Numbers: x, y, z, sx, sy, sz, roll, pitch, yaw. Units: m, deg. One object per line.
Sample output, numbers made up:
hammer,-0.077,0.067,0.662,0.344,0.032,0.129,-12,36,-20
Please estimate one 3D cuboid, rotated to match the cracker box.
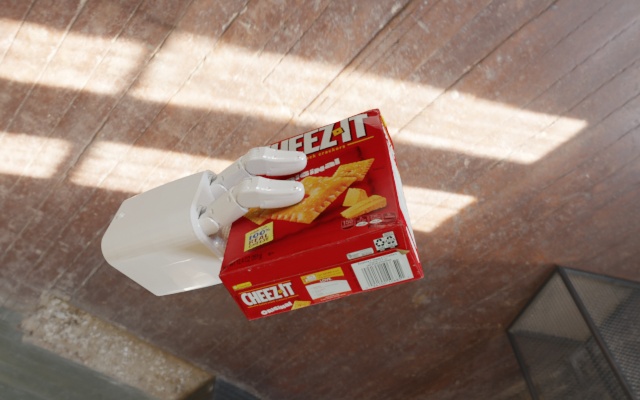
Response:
cracker box,0.000,0.002,0.481,0.164,0.072,0.213,-16,35,12
